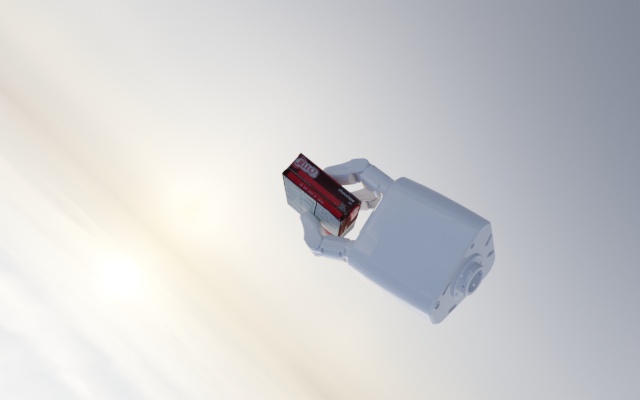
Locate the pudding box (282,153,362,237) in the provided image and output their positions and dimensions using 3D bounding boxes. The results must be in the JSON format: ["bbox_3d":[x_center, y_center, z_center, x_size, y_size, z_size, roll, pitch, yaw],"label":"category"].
[{"bbox_3d":[0.000,0.002,0.572,0.090,0.039,0.113,41,-16,11],"label":"pudding box"}]
